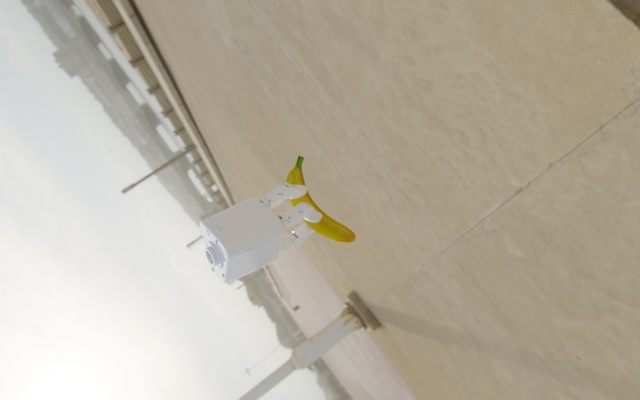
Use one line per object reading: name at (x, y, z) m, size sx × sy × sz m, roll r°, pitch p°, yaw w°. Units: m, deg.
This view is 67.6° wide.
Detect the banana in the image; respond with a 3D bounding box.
banana at (-0.012, 0.012, 0.877) m, size 0.037 × 0.197 × 0.070 m, roll -9°, pitch -32°, yaw -50°
